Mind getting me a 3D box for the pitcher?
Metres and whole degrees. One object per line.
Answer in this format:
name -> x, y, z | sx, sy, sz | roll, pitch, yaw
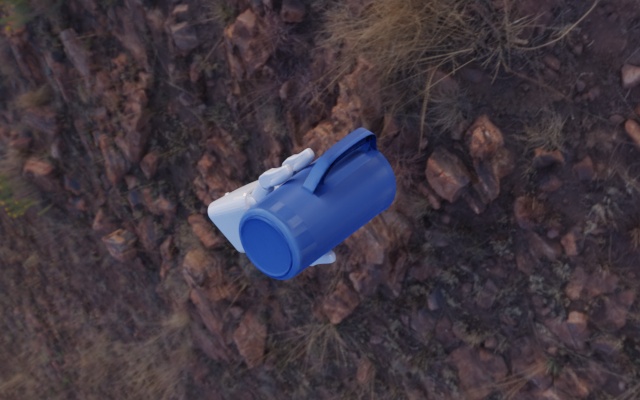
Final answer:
pitcher -> 0.000, 0.002, 0.698 | 0.145, 0.149, 0.242 | -13, 16, 44
